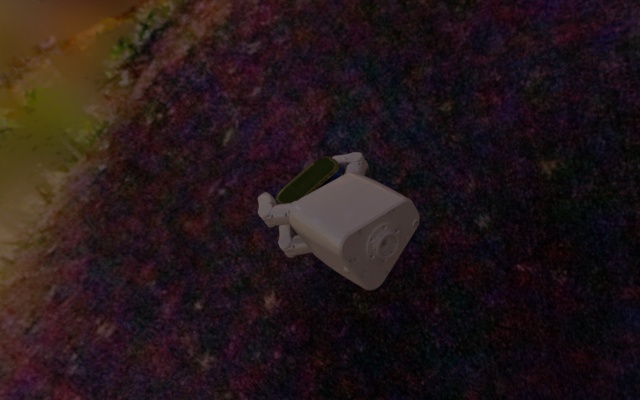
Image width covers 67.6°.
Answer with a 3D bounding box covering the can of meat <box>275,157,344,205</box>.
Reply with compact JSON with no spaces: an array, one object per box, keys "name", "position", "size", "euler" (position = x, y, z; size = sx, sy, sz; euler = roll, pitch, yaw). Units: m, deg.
[{"name":"can of meat","position":[0.000,0.002,0.652],"size":[0.102,0.084,0.057],"euler":[-42,36,-11]}]
